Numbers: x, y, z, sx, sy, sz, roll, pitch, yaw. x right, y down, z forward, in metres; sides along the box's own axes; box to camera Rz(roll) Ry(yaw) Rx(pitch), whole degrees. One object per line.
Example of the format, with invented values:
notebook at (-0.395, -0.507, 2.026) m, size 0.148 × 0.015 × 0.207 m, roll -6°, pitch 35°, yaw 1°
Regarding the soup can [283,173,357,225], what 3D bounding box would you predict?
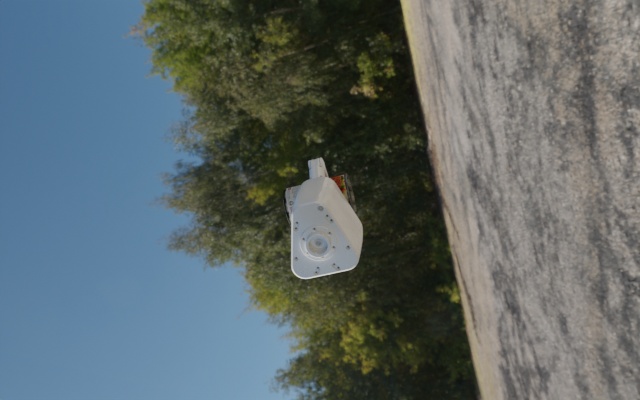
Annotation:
soup can at (0.000, 0.002, 0.747) m, size 0.102 × 0.068 × 0.068 m, roll -13°, pitch -2°, yaw 10°
